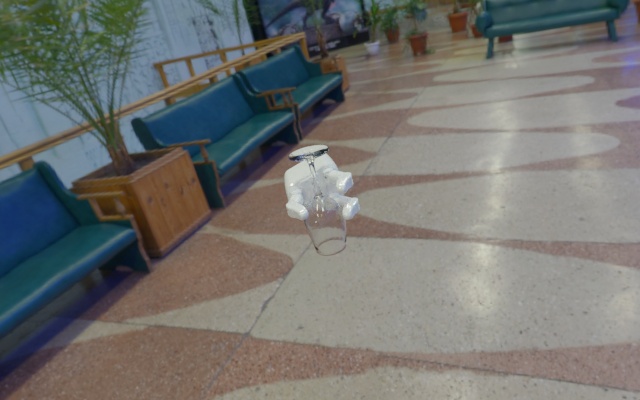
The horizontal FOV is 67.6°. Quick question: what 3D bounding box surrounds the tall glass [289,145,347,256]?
[{"bbox_3d":[0.000,0.002,0.892,0.079,0.201,0.079,-11,23,5],"label":"tall glass"}]
